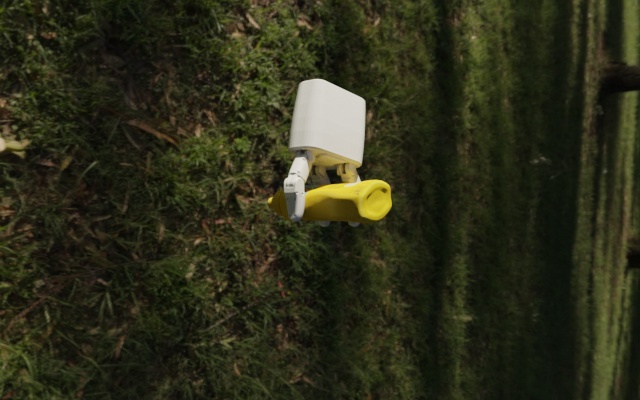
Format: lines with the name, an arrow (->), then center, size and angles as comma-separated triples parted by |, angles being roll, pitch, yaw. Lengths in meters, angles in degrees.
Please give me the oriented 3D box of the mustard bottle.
mustard bottle -> 0.000, 0.003, 0.704 | 0.191, 0.058, 0.096 | -1, 11, 34
